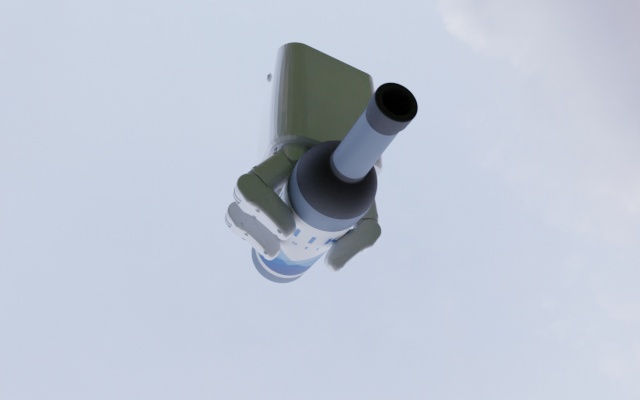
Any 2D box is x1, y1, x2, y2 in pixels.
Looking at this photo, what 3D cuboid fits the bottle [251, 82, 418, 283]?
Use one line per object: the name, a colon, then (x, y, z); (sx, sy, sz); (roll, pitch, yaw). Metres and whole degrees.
bottle: (0.000, 0.001, 0.401); (0.069, 0.069, 0.296); (0, -23, -19)
